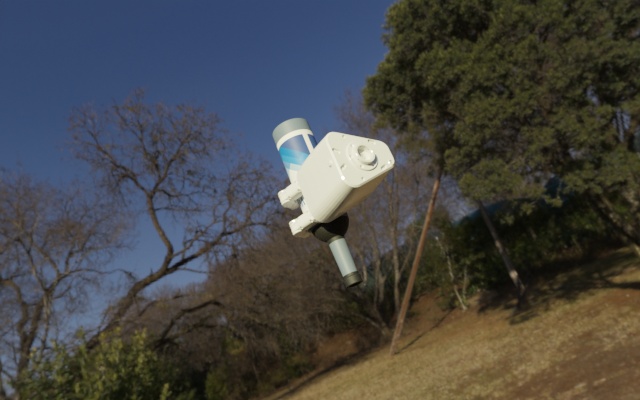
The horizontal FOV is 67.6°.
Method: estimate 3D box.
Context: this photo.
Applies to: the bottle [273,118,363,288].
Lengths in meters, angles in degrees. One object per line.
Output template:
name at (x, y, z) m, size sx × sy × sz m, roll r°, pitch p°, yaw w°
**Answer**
bottle at (0.000, 0.002, 0.788) m, size 0.069 × 0.295 × 0.069 m, roll -20°, pitch -20°, yaw -8°
